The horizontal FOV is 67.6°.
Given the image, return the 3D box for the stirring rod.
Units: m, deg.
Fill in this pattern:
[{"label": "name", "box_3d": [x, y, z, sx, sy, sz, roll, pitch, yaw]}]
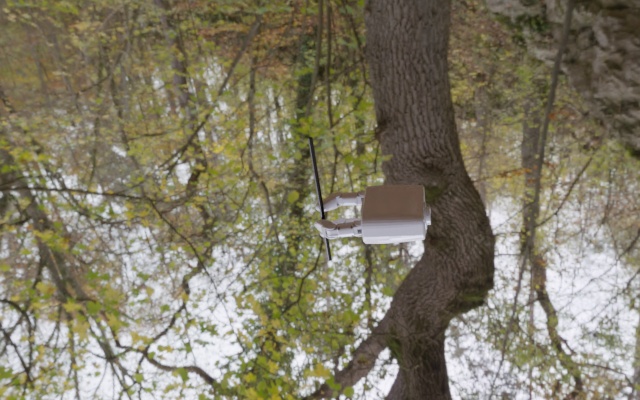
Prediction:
[{"label": "stirring rod", "box_3d": [0.000, 0.003, 0.864, 0.011, 0.240, 0.011, -8, 22, 3]}]
